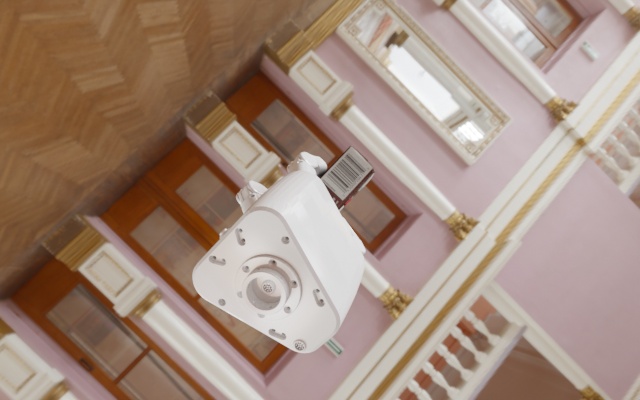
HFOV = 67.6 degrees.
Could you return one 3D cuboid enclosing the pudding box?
[{"bbox_3d":[0.000,0.002,0.498,0.113,0.039,0.090,-45,1,-8],"label":"pudding box"}]
